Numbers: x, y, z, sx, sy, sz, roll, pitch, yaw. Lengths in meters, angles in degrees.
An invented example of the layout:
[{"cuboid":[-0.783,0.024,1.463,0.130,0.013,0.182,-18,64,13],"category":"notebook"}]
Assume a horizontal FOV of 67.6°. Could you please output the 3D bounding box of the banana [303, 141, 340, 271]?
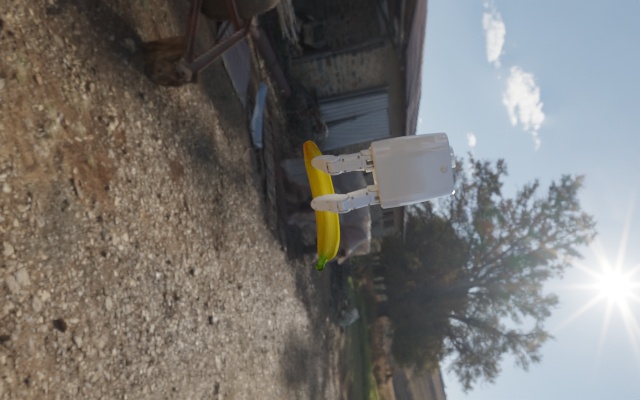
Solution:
[{"cuboid":[0.004,0.006,0.747,0.037,0.198,0.069,-8,-4,11],"category":"banana"}]
